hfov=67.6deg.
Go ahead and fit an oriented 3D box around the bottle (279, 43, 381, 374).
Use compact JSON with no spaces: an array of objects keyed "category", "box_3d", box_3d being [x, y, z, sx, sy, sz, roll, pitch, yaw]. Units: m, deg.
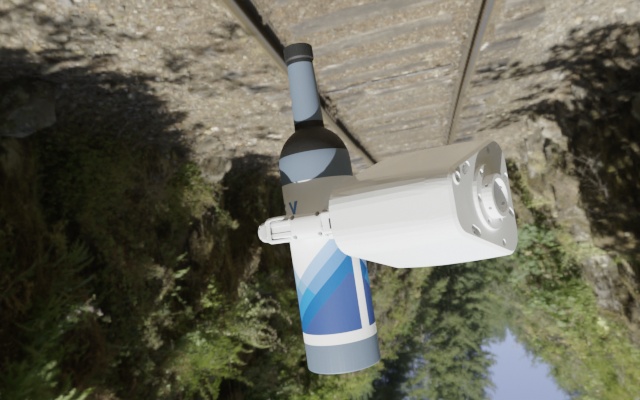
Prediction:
[{"category":"bottle","box_3d":[0.000,0.002,0.441,0.069,0.295,0.069,-8,-4,-1]}]
